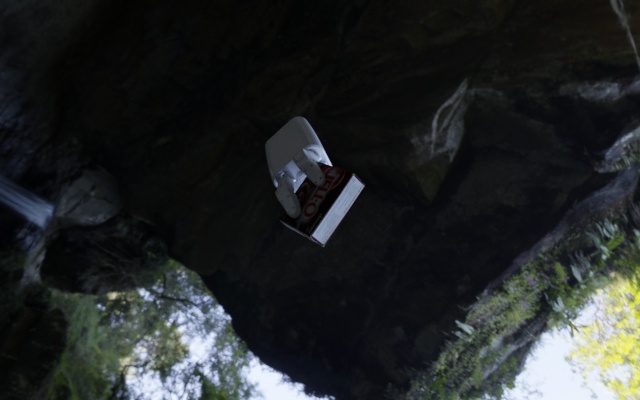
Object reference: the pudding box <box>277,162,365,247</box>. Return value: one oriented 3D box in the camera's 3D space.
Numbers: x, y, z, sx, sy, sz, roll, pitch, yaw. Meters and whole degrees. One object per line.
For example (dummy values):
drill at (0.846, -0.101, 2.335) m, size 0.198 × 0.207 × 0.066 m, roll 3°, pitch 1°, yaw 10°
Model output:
pudding box at (0.000, 0.002, 0.711) m, size 0.039 × 0.113 × 0.090 m, roll 38°, pitch -9°, yaw -38°
